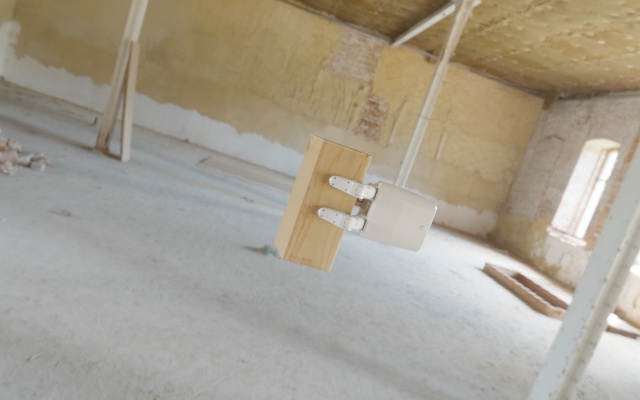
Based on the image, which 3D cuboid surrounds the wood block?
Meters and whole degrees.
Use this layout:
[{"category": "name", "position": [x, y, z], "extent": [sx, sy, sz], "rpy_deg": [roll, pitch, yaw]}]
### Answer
[{"category": "wood block", "position": [0.000, 0.003, 0.814], "extent": [0.090, 0.206, 0.090], "rpy_deg": [17, 9, -17]}]
